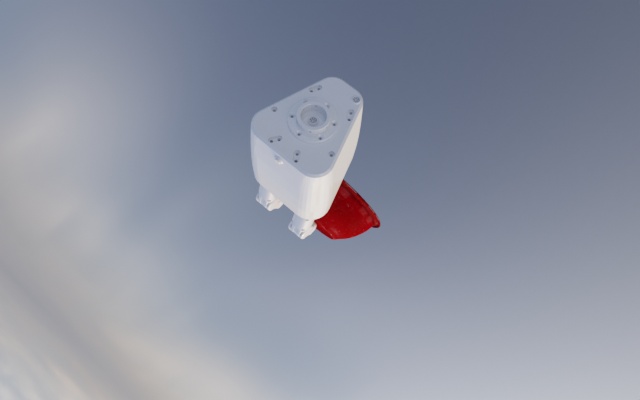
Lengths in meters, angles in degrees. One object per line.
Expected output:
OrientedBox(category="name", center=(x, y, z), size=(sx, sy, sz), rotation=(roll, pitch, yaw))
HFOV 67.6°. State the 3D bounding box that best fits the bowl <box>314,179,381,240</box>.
OrientedBox(category="bowl", center=(0.000, 0.003, 0.633), size=(0.162, 0.055, 0.162), rotation=(40, -8, 7))
